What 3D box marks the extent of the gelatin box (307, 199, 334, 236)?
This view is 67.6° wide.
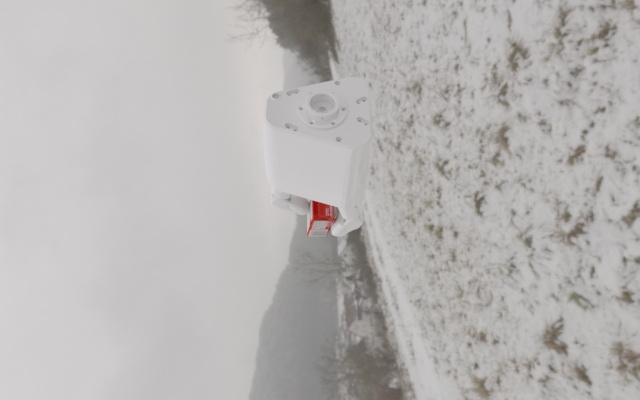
[{"bbox_3d":[0.000,0.002,0.623,0.030,0.073,0.089,2,-18,-6],"label":"gelatin box"}]
